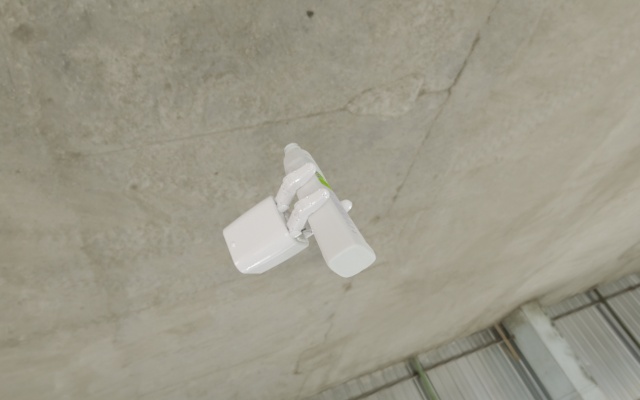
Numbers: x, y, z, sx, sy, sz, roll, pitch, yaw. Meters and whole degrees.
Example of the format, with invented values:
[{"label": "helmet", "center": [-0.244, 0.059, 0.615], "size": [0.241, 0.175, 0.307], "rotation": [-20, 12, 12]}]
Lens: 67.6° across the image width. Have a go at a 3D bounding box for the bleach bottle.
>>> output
[{"label": "bleach bottle", "center": [0.000, 0.003, 0.807], "size": [0.068, 0.250, 0.103], "rotation": [-33, -33, 9]}]
